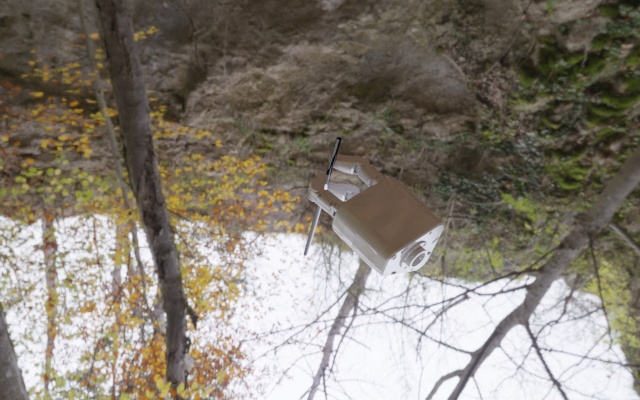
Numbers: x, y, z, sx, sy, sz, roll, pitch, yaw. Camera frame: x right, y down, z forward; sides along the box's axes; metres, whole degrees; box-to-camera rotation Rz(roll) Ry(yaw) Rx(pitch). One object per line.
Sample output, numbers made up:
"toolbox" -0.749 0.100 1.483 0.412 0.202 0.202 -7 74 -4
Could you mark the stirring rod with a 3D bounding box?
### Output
"stirring rod" 0.000 0.002 0.760 0.011 0.240 0.011 10 38 -8
